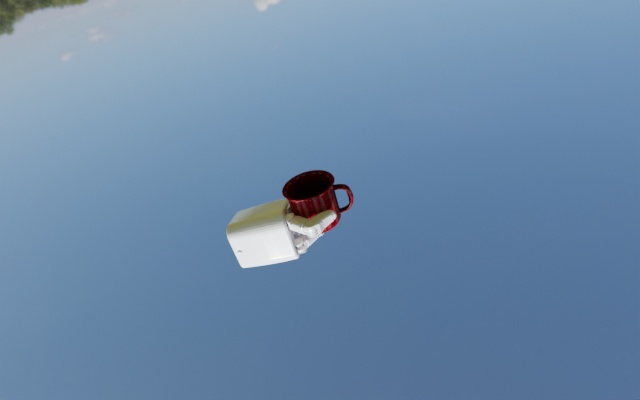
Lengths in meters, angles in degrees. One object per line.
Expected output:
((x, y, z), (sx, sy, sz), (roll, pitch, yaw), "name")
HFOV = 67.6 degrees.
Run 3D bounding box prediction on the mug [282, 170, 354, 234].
((0.002, 0.003, 0.836), (0.117, 0.081, 0.093), (-12, 33, 9), "mug")
